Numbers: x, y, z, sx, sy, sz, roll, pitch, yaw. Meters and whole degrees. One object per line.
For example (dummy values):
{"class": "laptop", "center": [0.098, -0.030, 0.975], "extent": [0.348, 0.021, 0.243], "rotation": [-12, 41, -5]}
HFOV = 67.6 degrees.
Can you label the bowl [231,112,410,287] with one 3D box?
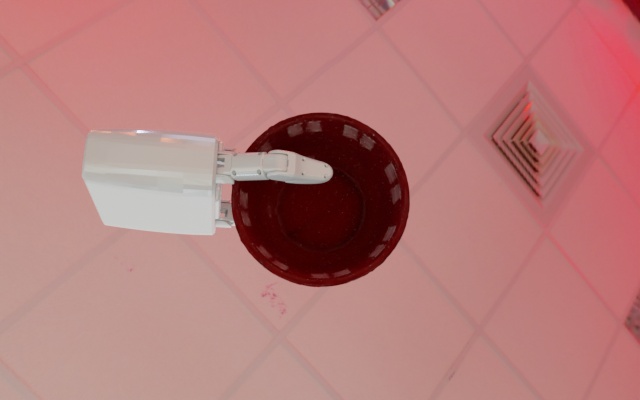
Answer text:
{"class": "bowl", "center": [0.001, 0.002, 0.454], "extent": [0.162, 0.162, 0.055], "rotation": [0, -13, 1]}
